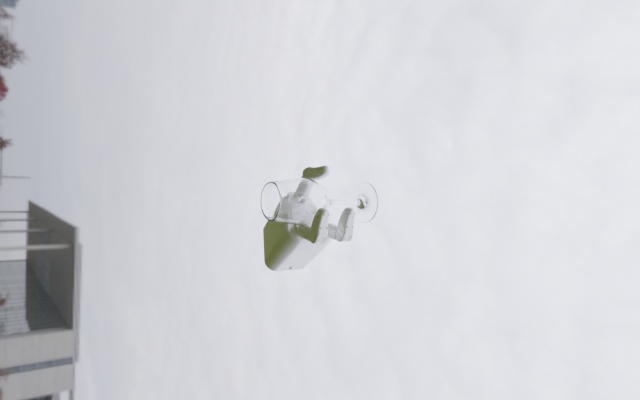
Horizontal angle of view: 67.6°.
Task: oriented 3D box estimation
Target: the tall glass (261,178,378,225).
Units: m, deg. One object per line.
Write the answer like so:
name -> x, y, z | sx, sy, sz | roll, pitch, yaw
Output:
tall glass -> 0.001, 0.003, 0.811 | 0.201, 0.079, 0.079 | 1, -1, -37
